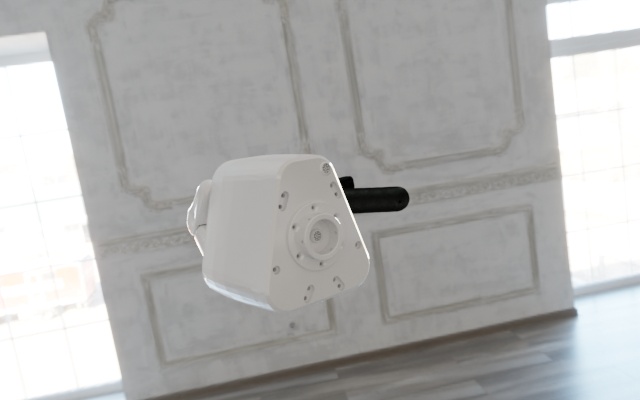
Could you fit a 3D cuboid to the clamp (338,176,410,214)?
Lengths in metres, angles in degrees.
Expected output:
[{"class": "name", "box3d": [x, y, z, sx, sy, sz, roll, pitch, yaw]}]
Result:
[{"class": "clamp", "box3d": [0.000, 0.001, 0.480, 0.171, 0.039, 0.120, -14, 10, -34]}]
